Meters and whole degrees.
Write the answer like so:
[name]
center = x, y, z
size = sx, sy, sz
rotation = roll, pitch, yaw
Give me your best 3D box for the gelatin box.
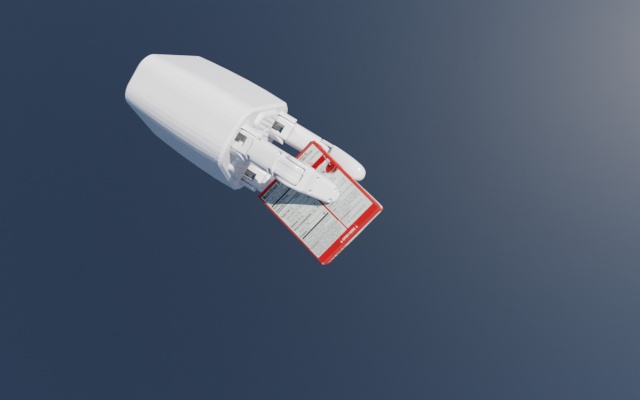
[gelatin box]
center = 0.000, 0.002, 0.433
size = 0.089, 0.073, 0.030
rotation = 45, 7, 10
